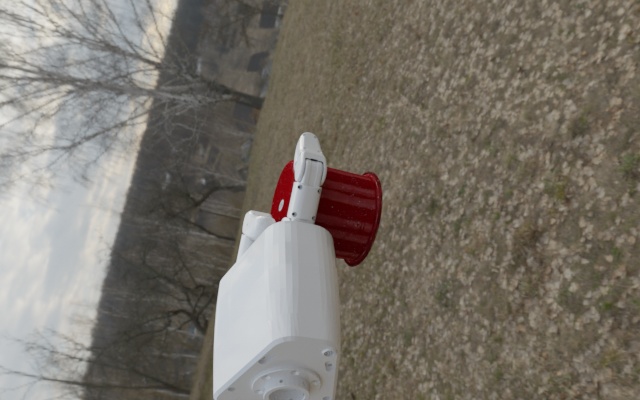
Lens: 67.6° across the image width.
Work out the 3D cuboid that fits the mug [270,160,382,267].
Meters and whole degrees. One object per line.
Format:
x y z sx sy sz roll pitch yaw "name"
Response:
0.000 0.000 0.457 0.081 0.093 0.117 12 39 -16 "mug"
